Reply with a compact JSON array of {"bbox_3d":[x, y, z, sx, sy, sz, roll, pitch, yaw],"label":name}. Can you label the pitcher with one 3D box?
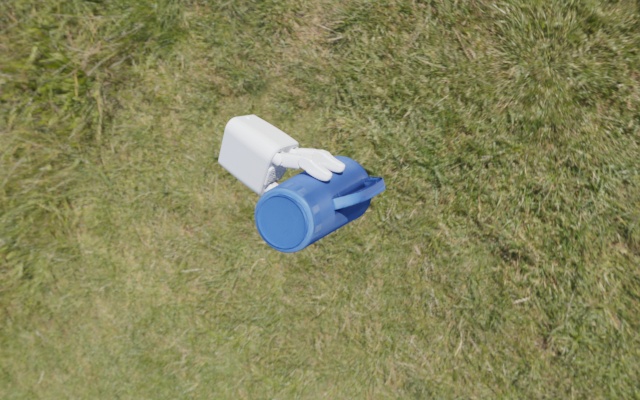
[{"bbox_3d":[0.000,0.003,0.841,0.145,0.149,0.242,37,27,12],"label":"pitcher"}]
